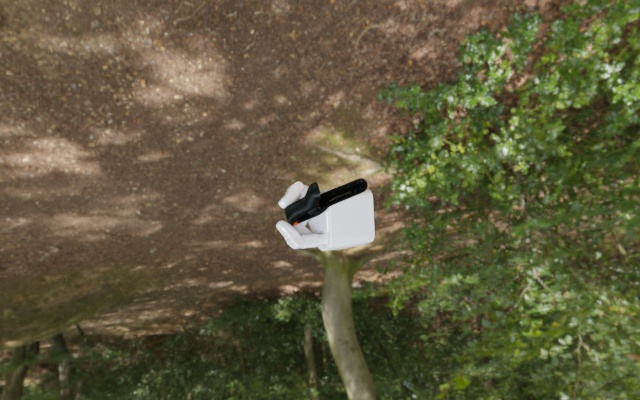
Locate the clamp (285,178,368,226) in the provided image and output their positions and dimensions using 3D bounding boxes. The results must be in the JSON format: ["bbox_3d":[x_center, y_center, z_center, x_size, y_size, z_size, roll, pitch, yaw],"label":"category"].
[{"bbox_3d":[0.000,0.003,0.827,0.120,0.039,0.171,-3,-17,-30],"label":"clamp"}]
